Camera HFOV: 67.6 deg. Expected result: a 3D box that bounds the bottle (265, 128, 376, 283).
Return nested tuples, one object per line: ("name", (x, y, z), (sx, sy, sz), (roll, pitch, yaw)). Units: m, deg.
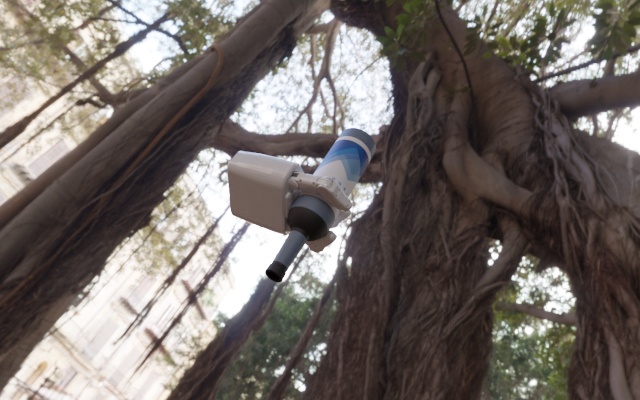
("bottle", (0.000, 0.002, 0.733), (0.069, 0.069, 0.295), (0, 43, 37))
